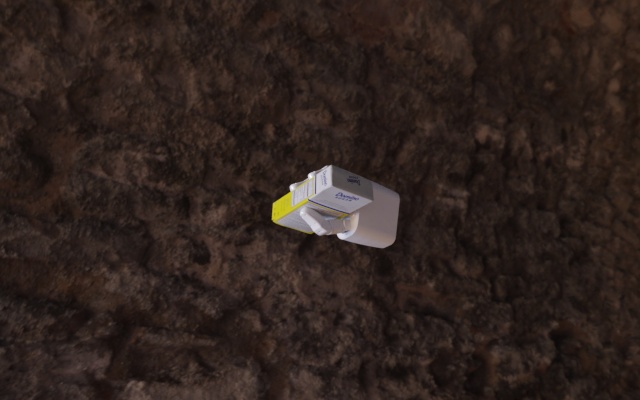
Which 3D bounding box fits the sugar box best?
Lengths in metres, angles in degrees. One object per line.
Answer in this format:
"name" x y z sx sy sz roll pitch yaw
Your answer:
"sugar box" 0.000 0.002 0.836 0.093 0.048 0.176 19 -35 -33
